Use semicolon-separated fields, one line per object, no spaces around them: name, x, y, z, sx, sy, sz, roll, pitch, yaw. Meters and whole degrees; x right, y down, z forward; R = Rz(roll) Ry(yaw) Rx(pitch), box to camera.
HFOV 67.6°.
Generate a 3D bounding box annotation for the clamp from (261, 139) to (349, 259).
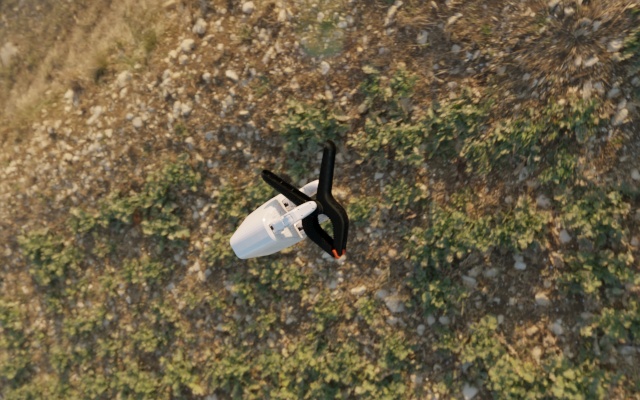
clamp;0.000;0.004;0.853;0.164;0.210;0.036;-29;2;34
